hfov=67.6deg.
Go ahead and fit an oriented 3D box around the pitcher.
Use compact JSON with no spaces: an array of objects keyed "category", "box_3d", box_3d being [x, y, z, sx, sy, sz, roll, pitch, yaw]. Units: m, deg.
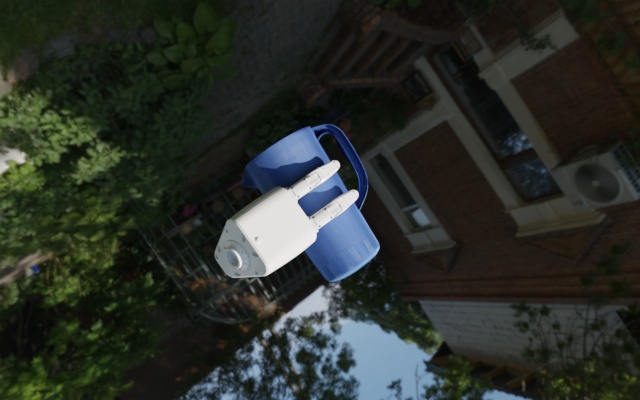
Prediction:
[{"category":"pitcher","box_3d":[0.000,0.003,0.794,0.145,0.243,0.149,-35,1,-43]}]
